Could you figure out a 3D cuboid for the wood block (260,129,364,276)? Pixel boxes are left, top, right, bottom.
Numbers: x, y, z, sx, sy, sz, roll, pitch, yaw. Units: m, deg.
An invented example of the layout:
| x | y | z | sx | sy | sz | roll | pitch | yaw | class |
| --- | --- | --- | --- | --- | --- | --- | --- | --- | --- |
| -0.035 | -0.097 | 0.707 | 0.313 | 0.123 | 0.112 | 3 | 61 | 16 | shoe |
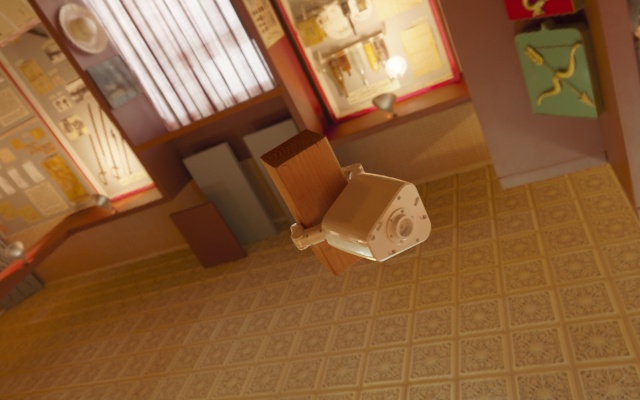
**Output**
| x | y | z | sx | sy | sz | roll | pitch | yaw | class |
| --- | --- | --- | --- | --- | --- | --- | --- | --- | --- |
| 0.000 | 0.003 | 0.755 | 0.091 | 0.206 | 0.090 | -32 | 25 | -11 | wood block |
